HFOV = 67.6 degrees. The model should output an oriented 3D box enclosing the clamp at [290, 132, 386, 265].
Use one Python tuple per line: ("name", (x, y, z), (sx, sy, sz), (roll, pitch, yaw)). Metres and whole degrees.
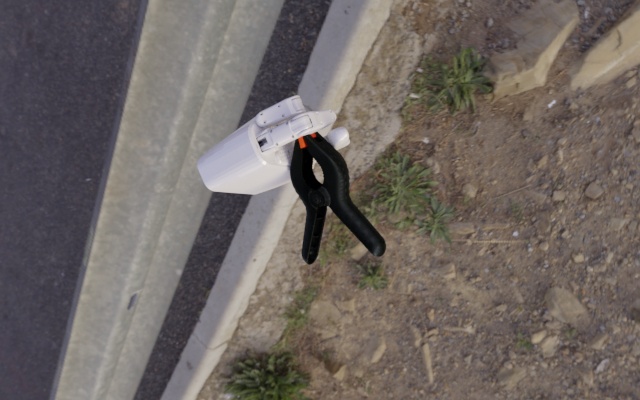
("clamp", (0.000, 0.002, 0.584), (0.120, 0.171, 0.039), (-23, -1, 32))
